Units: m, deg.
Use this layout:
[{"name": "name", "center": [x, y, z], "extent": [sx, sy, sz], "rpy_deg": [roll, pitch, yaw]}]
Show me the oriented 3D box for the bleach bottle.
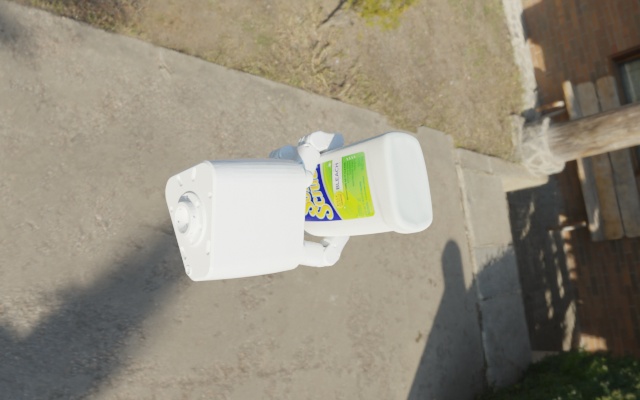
[{"name": "bleach bottle", "center": [0.000, 0.002, 0.542], "extent": [0.068, 0.102, 0.251], "rpy_deg": [1, -11, -44]}]
